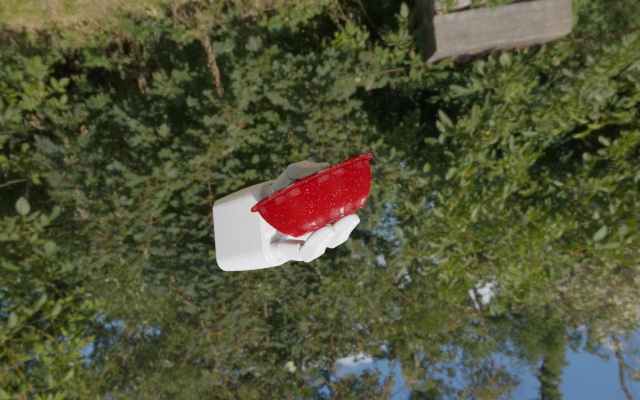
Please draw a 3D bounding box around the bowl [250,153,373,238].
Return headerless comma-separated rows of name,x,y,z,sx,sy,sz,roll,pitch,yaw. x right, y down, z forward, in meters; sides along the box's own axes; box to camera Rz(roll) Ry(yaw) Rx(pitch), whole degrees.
bowl,0.001,0.002,0.574,0.162,0.055,0.162,-25,-3,-2
